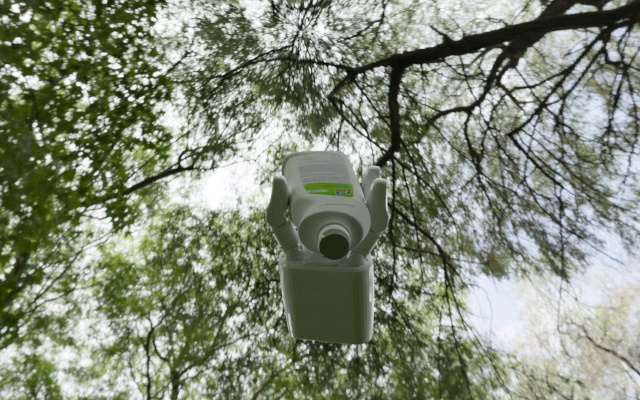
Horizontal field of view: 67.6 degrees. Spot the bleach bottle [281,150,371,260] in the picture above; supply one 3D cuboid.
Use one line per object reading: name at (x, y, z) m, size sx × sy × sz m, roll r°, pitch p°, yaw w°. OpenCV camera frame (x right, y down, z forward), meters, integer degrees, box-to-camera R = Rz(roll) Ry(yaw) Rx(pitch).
bleach bottle at (0.000, 0.002, 0.564) m, size 0.102 × 0.068 × 0.250 m, roll -4°, pitch 20°, yaw -1°
